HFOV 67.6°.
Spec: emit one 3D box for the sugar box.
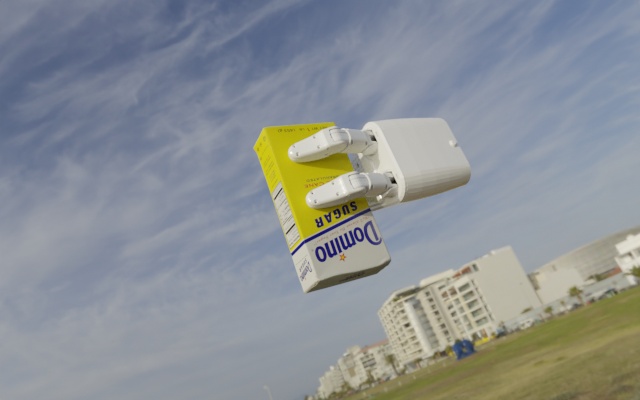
[{"bbox_3d":[0.000,0.001,0.511,0.093,0.176,0.048,-11,-24,-29],"label":"sugar box"}]
